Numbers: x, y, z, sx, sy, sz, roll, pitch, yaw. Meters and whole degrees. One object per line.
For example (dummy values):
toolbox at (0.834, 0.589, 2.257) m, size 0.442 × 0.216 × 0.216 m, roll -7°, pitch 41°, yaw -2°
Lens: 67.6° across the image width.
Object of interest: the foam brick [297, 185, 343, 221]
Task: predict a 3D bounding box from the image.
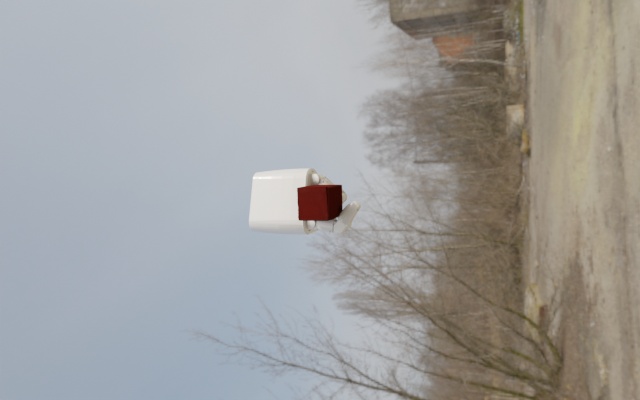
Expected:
foam brick at (0.000, 0.002, 0.761) m, size 0.051 × 0.053 × 0.078 m, roll 0°, pitch 4°, yaw 19°
